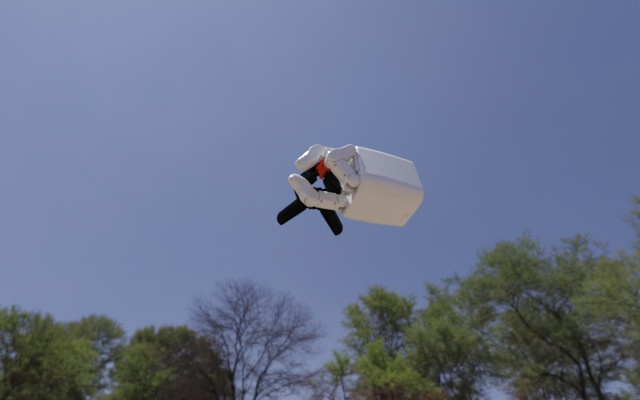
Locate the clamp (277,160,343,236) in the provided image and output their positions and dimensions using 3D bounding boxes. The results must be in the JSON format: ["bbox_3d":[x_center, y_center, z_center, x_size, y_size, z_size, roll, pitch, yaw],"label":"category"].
[{"bbox_3d":[0.000,0.002,0.817,0.120,0.039,0.172,12,-38,-13],"label":"clamp"}]
